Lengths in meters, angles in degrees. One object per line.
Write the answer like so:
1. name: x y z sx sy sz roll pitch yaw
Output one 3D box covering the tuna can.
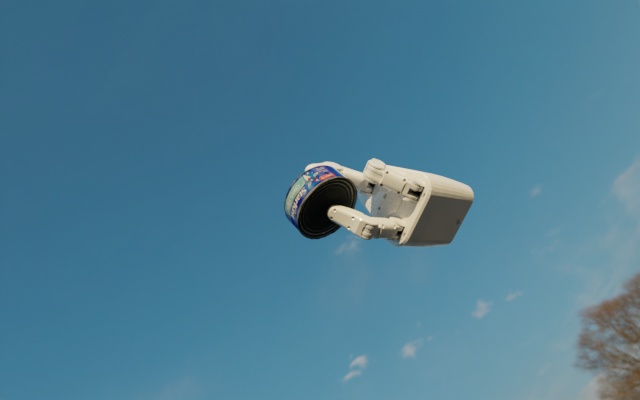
1. tuna can: 0.000 0.002 0.567 0.086 0.086 0.033 0 31 -42
